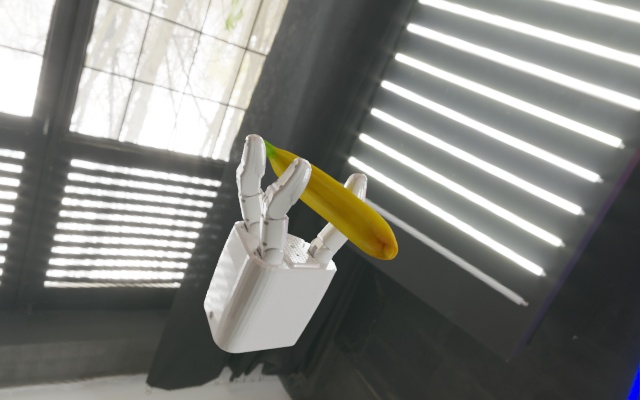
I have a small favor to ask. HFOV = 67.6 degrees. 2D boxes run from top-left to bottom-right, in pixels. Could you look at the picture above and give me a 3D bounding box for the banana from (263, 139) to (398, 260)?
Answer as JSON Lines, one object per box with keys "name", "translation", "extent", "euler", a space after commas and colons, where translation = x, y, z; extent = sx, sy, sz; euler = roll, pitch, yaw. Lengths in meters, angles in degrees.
{"name": "banana", "translation": [0.009, 0.002, 0.466], "extent": [0.197, 0.037, 0.069], "euler": [38, 15, 34]}
